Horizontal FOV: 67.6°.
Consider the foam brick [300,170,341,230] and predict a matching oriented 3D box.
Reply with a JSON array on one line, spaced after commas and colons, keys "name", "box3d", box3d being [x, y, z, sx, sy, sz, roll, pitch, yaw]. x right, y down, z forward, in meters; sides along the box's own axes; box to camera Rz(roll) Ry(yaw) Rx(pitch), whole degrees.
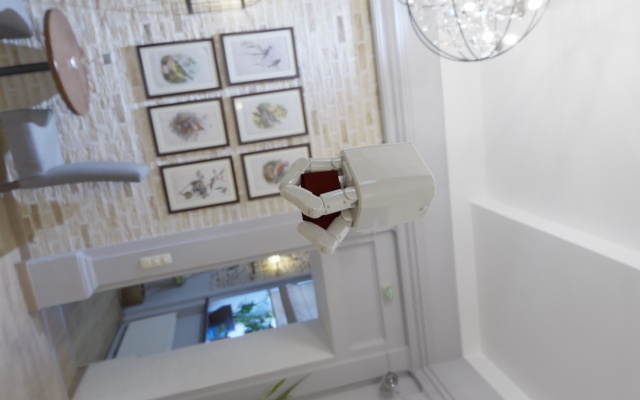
[{"name": "foam brick", "box3d": [0.000, 0.002, 0.671, 0.051, 0.053, 0.078, -6, -31, -7]}]
